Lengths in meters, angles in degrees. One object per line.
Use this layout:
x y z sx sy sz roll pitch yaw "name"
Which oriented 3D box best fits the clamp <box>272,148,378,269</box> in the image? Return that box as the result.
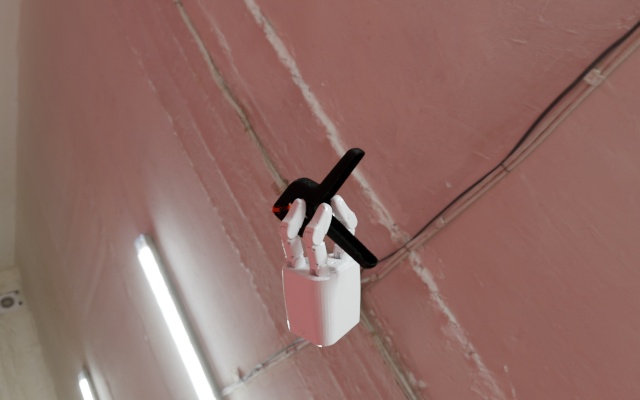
0.000 0.002 0.706 0.036 0.164 0.210 -12 14 -41 "clamp"
